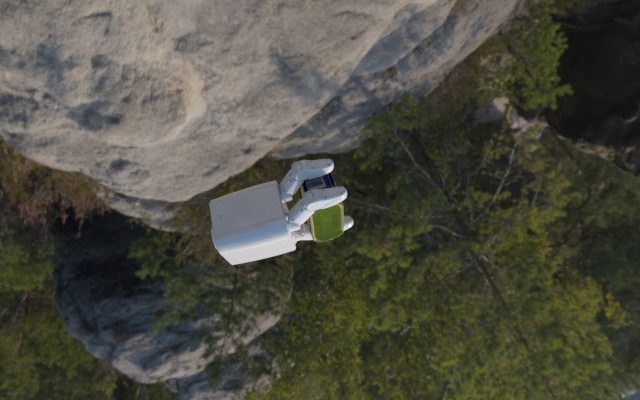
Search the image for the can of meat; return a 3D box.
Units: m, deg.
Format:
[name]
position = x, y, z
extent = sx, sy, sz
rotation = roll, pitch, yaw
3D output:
[can of meat]
position = 0.000, 0.003, 0.729
extent = 0.057, 0.084, 0.102
rotation = -13, -37, -5
